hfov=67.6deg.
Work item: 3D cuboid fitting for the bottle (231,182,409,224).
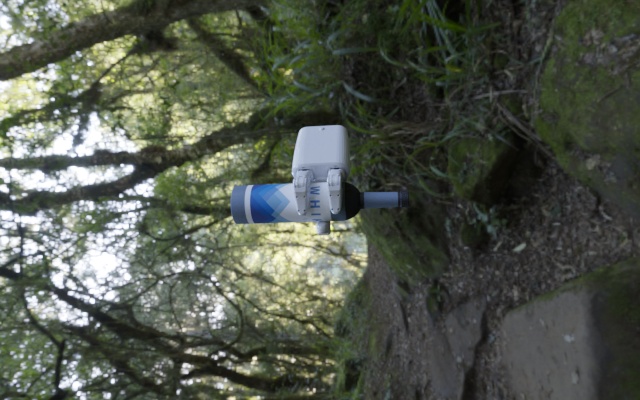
[{"bbox_3d":[0.000,0.003,0.811,0.296,0.069,0.069,-2,0,6],"label":"bottle"}]
